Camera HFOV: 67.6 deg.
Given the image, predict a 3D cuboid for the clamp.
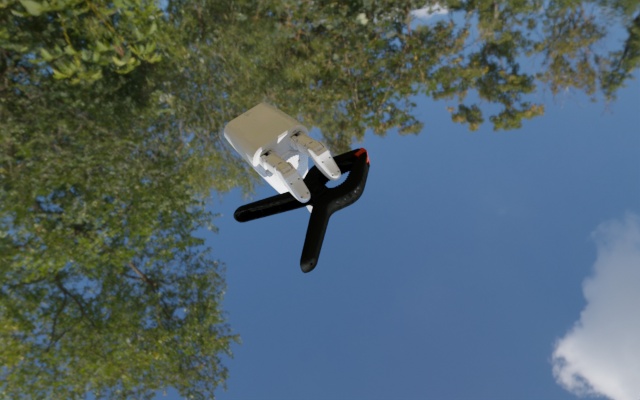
[{"bbox_3d":[0.001,0.002,0.670,0.210,0.036,0.164,-36,48,-16],"label":"clamp"}]
